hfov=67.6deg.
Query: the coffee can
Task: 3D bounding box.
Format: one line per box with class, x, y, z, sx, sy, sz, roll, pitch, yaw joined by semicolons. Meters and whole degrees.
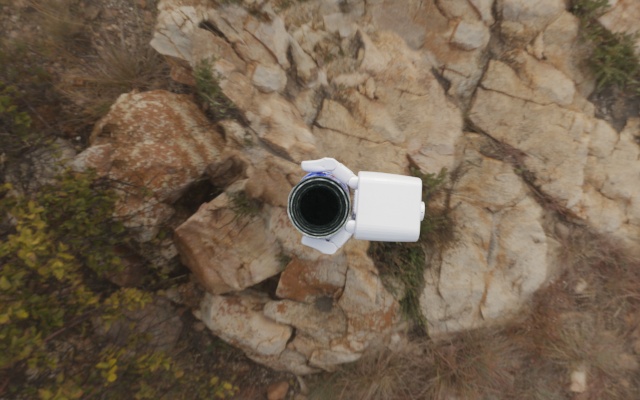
coffee can;0.000;0.003;0.825;0.103;0.103;0.140;0;7;2
